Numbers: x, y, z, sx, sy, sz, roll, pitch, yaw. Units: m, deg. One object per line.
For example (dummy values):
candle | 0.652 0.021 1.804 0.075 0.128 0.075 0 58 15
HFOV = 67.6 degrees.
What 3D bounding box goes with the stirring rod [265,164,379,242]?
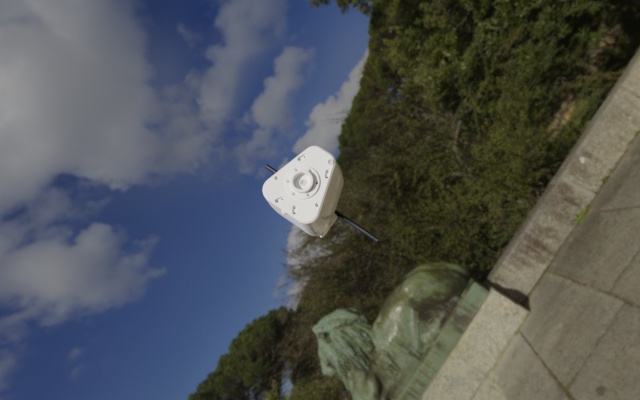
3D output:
stirring rod | 0.000 0.003 0.839 0.239 0.011 0.011 34 8 13
